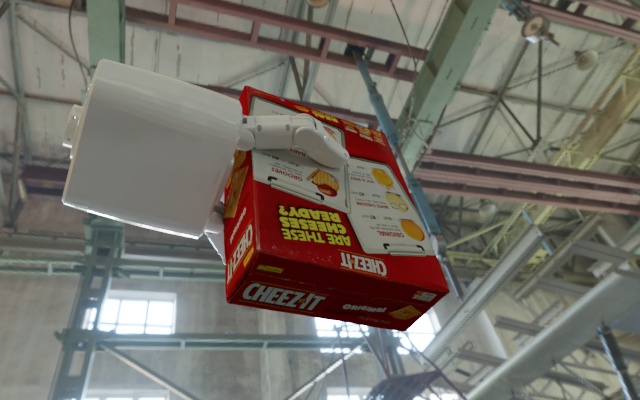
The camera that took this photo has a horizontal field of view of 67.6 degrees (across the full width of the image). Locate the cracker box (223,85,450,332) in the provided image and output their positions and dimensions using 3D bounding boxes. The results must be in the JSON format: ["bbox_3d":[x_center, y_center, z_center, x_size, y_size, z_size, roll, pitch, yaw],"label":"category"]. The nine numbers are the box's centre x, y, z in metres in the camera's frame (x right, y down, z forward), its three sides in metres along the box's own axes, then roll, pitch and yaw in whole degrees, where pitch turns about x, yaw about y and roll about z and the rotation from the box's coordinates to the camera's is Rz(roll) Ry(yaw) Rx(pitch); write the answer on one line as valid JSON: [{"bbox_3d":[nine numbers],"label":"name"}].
[{"bbox_3d":[0.000,0.001,0.429,0.164,0.072,0.213,15,39,-24],"label":"cracker box"}]
